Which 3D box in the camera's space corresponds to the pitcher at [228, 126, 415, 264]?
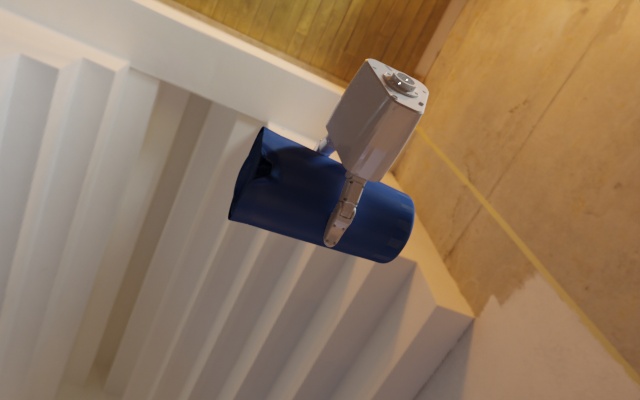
[{"bbox_3d":[0.000,0.002,0.675,0.243,0.145,0.149,21,34,-15],"label":"pitcher"}]
